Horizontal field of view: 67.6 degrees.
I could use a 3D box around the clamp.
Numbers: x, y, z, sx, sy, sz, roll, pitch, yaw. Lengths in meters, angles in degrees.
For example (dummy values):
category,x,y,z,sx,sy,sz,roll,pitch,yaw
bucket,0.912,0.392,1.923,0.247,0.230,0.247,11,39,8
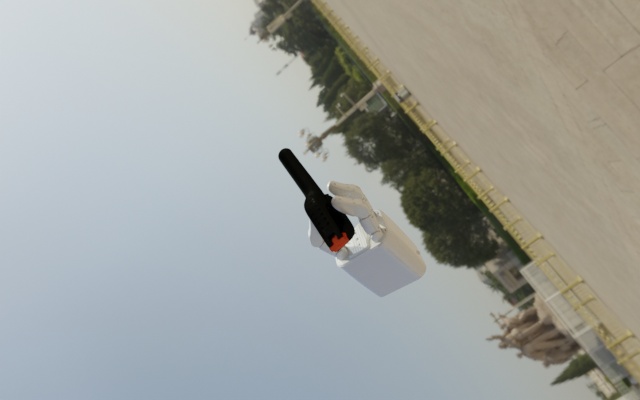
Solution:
category,x,y,z,sx,sy,sz,roll,pitch,yaw
clamp,0.000,0.003,0.747,0.164,0.036,0.210,38,17,-22
